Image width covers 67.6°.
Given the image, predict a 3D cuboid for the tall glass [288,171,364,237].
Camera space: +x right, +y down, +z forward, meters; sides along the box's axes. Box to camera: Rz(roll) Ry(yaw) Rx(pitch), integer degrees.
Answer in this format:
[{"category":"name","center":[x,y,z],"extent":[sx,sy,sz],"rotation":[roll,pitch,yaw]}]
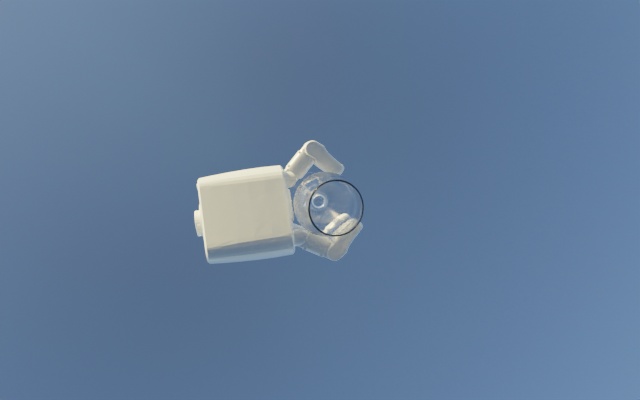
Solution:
[{"category":"tall glass","center":[0.000,0.002,0.608],"extent":[0.079,0.079,0.201],"rotation":[0,4,-10]}]
